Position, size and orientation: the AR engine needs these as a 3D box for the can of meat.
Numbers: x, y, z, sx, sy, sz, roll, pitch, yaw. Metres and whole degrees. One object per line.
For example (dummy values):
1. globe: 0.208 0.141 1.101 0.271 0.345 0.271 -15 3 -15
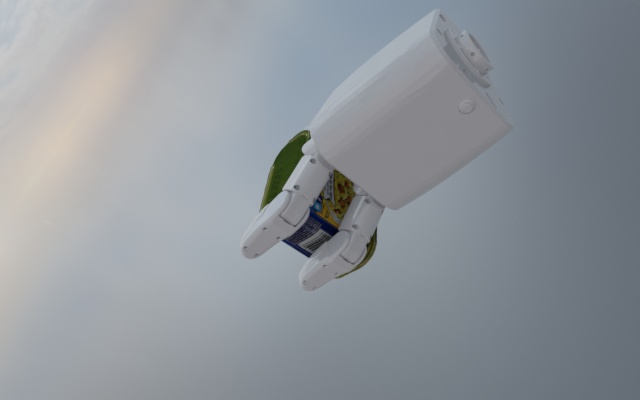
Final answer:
1. can of meat: 0.000 0.001 0.406 0.084 0.102 0.057 36 -49 -28
